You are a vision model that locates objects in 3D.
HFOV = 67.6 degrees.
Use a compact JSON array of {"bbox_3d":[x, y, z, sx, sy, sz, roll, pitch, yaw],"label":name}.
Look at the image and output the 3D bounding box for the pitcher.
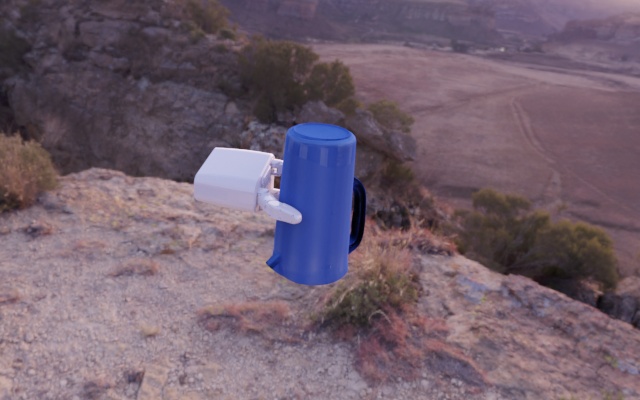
[{"bbox_3d":[0.000,0.003,0.780,0.145,0.243,0.149,10,24,10],"label":"pitcher"}]
